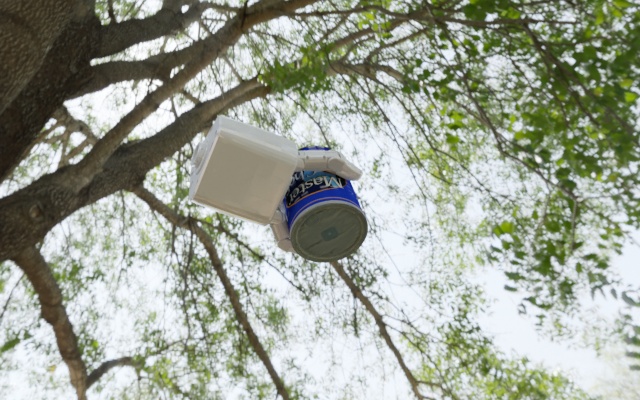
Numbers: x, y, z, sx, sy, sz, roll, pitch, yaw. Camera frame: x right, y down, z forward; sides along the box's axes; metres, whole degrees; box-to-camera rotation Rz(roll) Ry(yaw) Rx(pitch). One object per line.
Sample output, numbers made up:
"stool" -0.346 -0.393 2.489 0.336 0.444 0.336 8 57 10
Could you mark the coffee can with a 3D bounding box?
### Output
"coffee can" 0.000 0.002 0.669 0.103 0.103 0.140 0 37 -13
